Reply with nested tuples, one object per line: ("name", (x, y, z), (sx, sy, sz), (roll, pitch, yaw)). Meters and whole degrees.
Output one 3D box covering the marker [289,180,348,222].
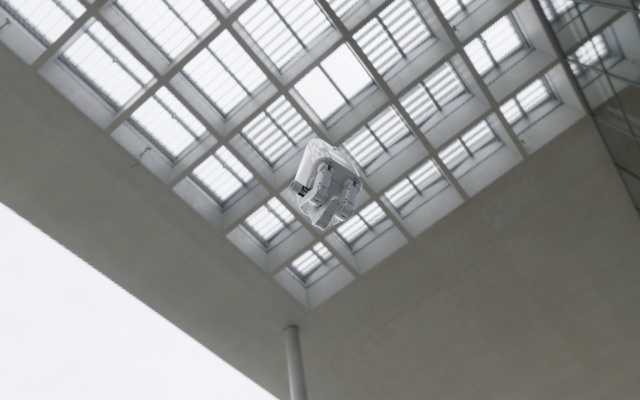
("marker", (0.000, 0.003, 0.814), (0.121, 0.020, 0.020), (32, -13, -23))
